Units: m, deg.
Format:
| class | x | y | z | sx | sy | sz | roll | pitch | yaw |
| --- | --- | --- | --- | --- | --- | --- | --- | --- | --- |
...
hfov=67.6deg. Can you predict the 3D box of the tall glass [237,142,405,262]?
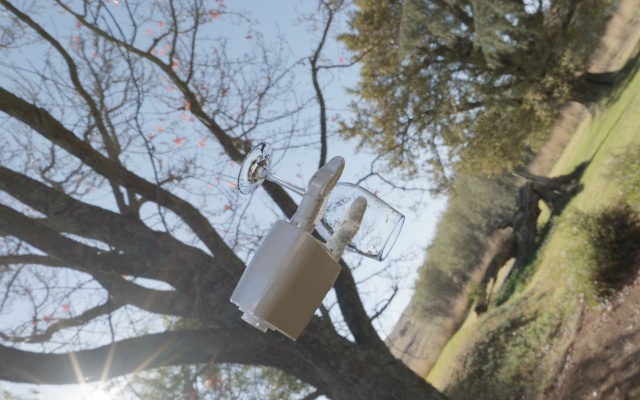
| class | x | y | z | sx | sy | sz | roll | pitch | yaw |
| --- | --- | --- | --- | --- | --- | --- | --- | --- | --- |
| tall glass | 0.000 | 0.001 | 0.586 | 0.201 | 0.079 | 0.079 | 27 | 9 | 18 |
